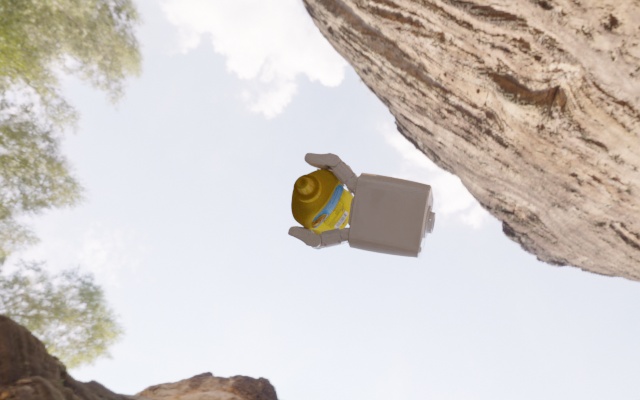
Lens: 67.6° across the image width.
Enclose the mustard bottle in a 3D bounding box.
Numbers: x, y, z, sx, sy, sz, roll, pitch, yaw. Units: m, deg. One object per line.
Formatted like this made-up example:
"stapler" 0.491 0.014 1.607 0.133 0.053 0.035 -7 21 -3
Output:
"mustard bottle" 0.000 0.002 0.752 0.058 0.096 0.192 36 -4 22
